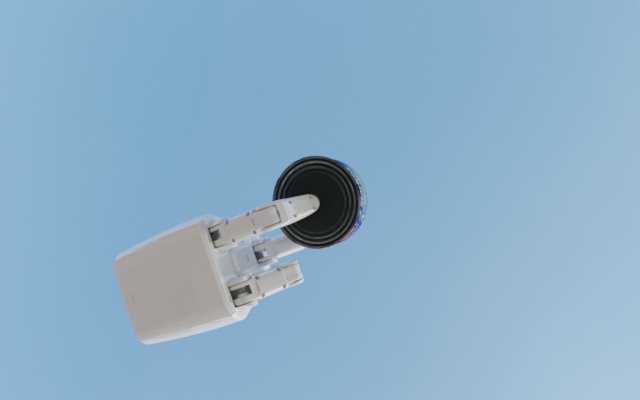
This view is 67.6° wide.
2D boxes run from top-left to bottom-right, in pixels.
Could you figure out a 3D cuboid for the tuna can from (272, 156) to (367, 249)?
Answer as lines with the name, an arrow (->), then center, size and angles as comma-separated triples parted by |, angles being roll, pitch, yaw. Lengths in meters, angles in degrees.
tuna can -> 0.000, 0.001, 0.453 | 0.086, 0.086, 0.034 | 0, 1, 20
